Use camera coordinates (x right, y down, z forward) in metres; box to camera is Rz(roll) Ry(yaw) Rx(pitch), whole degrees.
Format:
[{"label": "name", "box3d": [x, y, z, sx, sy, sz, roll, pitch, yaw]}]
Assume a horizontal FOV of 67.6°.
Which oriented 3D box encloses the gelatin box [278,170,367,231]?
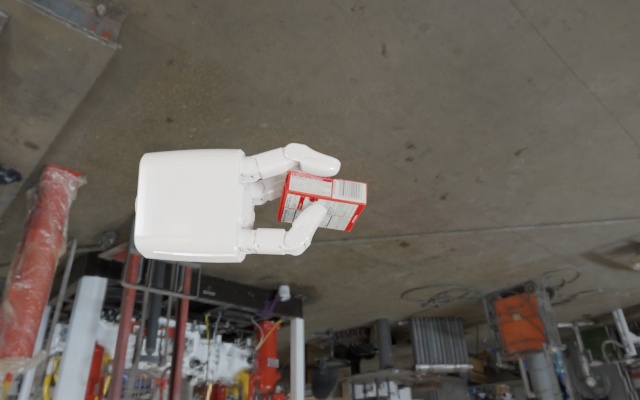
[{"label": "gelatin box", "box3d": [0.000, 0.002, 0.532, 0.089, 0.030, 0.073, 9, -29, -7]}]
